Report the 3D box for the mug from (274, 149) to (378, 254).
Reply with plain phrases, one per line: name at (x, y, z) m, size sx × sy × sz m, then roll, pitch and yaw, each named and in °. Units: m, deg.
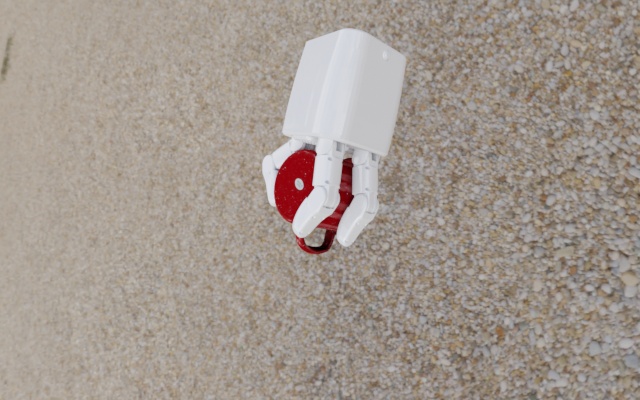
mug at (0.000, 0.003, 0.531) m, size 0.081 × 0.117 × 0.093 m, roll 11°, pitch 2°, yaw -44°
